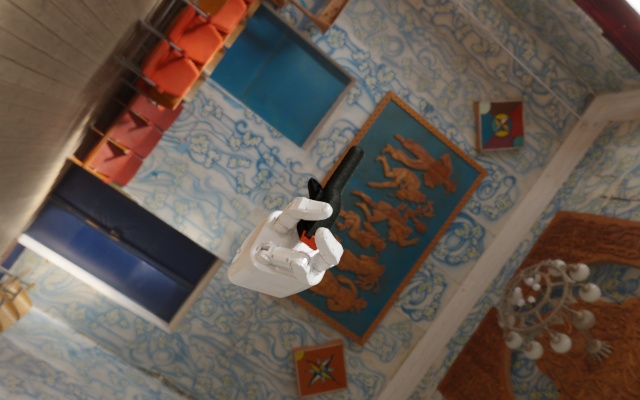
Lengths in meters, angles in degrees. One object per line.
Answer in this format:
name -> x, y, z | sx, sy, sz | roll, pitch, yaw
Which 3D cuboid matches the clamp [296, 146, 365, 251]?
clamp -> 0.001, 0.003, 0.693 | 0.039, 0.171, 0.120 | 36, -36, -13
